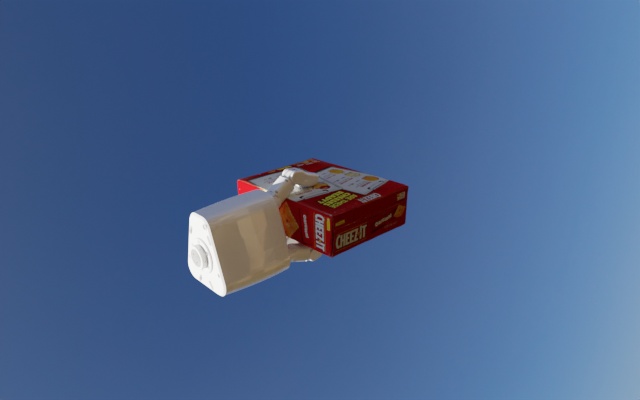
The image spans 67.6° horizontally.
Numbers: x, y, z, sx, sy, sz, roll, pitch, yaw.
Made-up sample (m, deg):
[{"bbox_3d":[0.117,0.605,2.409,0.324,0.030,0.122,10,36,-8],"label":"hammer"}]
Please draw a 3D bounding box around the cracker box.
[{"bbox_3d":[0.000,0.002,0.737,0.164,0.072,0.213,-20,28,-39],"label":"cracker box"}]
